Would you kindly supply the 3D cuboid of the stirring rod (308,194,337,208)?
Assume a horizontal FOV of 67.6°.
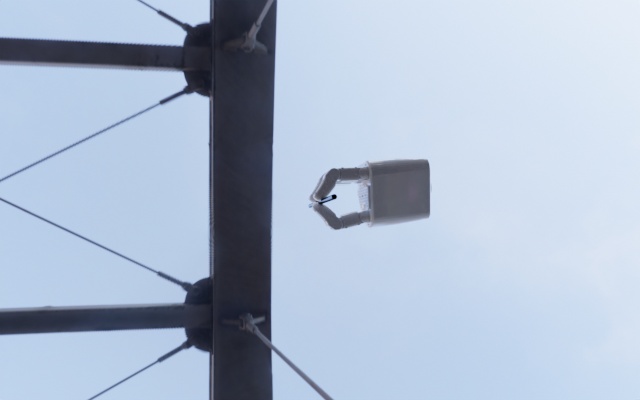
[{"bbox_3d":[0.000,0.003,0.786,0.011,0.011,0.239,0,-4,-9],"label":"stirring rod"}]
